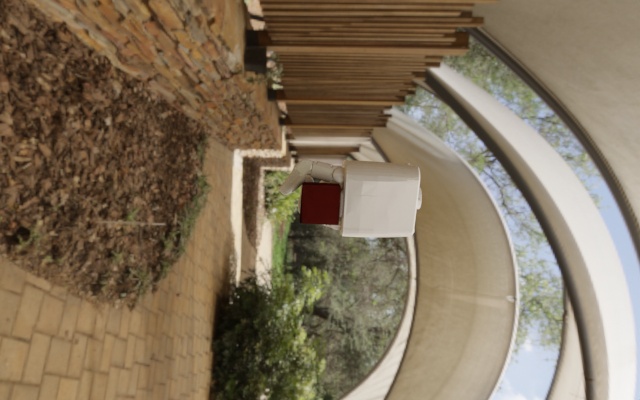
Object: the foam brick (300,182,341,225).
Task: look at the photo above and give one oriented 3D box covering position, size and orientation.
[{"bbox_3d":[0.000,0.002,0.649,0.051,0.053,0.078,4,5,0],"label":"foam brick"}]
